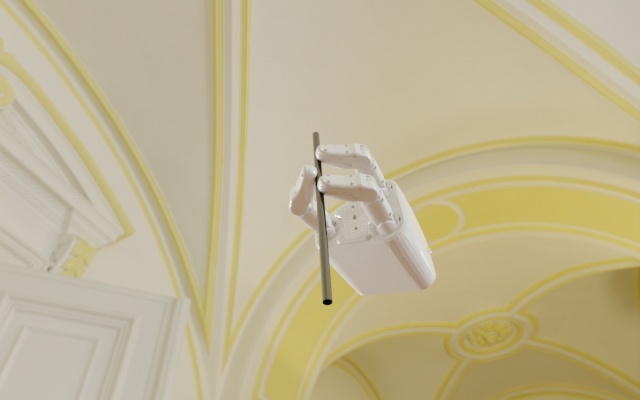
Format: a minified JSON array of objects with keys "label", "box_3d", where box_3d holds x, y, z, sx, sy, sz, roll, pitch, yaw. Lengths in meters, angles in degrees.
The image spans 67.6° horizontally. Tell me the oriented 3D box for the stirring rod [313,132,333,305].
[{"label":"stirring rod","box_3d":[0.000,0.002,0.464,0.011,0.011,0.239,0,41,-3]}]
